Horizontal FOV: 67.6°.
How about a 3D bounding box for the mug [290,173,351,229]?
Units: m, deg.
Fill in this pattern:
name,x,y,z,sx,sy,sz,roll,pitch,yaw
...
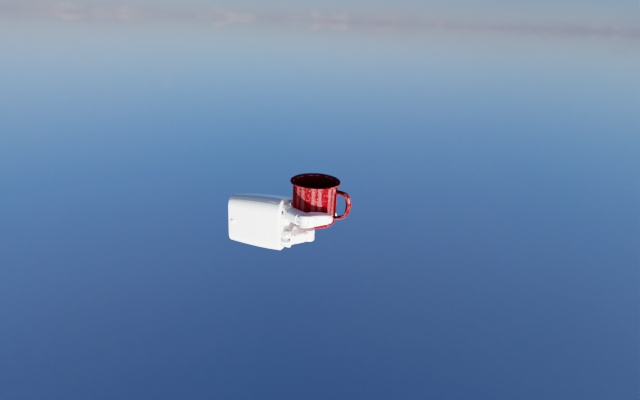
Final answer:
name,x,y,z,sx,sy,sz,roll,pitch,yaw
mug,0.002,0.003,0.888,0.117,0.081,0.093,9,22,17
